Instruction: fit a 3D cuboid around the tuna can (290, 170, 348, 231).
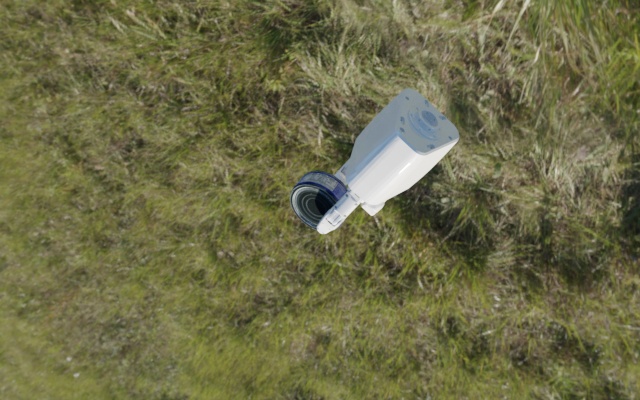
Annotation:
[{"bbox_3d":[0.000,0.003,0.677,0.086,0.086,0.033,0,36,34],"label":"tuna can"}]
